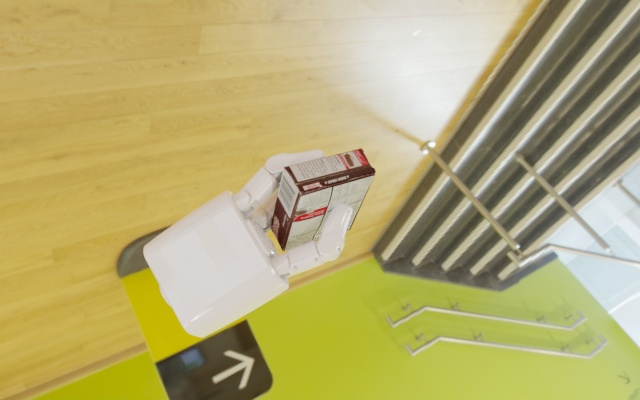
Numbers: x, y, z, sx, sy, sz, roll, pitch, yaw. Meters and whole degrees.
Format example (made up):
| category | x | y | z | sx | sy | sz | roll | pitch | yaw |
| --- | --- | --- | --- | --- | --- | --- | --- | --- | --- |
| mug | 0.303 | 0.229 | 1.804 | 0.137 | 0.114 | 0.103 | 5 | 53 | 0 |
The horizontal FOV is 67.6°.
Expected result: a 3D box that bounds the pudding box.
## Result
| category | x | y | z | sx | sy | sz | roll | pitch | yaw |
| --- | --- | --- | --- | --- | --- | --- | --- | --- | --- |
| pudding box | 0.000 | 0.002 | 0.508 | 0.090 | 0.039 | 0.114 | -17 | -28 | -25 |
